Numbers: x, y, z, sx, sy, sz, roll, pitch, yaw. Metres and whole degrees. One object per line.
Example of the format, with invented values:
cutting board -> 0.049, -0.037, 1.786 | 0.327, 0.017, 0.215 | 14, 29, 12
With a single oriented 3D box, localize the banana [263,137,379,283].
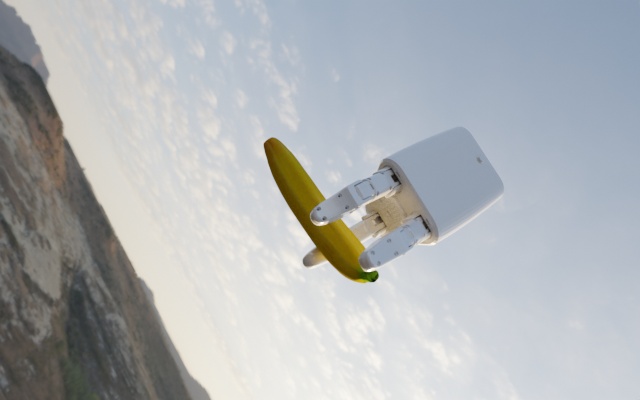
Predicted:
banana -> 0.001, 0.015, 0.486 | 0.037, 0.197, 0.070 | -27, -32, -21
